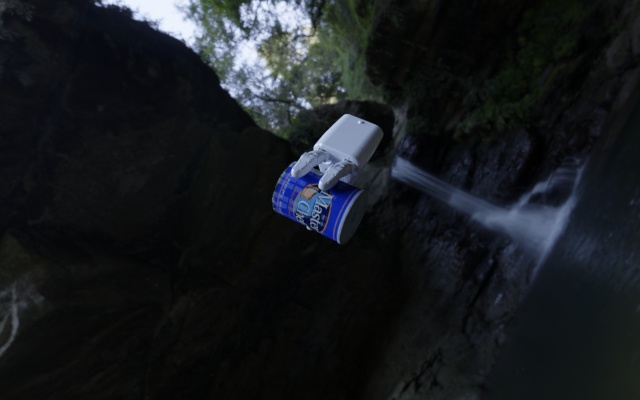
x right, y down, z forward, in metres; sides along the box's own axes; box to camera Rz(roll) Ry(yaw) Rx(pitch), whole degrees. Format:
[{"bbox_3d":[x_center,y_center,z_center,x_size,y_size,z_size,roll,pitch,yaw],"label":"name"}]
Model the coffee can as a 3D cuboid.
[{"bbox_3d":[0.000,0.003,0.853,0.140,0.103,0.103,25,9,19],"label":"coffee can"}]
